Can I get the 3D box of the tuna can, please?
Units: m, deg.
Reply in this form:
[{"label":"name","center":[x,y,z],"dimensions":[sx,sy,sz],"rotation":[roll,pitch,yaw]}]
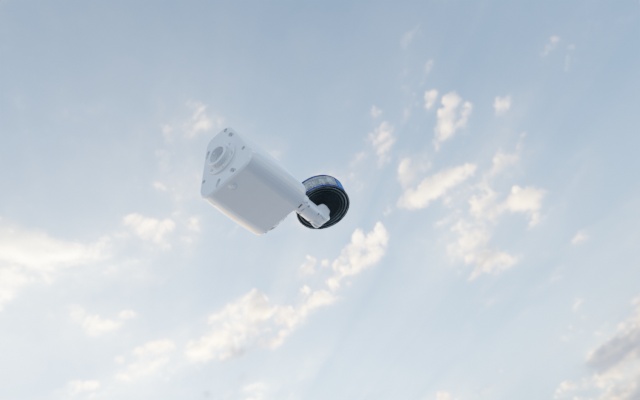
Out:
[{"label":"tuna can","center":[0.000,0.002,0.745],"dimensions":[0.086,0.086,0.033],"rotation":[0,38,-20]}]
